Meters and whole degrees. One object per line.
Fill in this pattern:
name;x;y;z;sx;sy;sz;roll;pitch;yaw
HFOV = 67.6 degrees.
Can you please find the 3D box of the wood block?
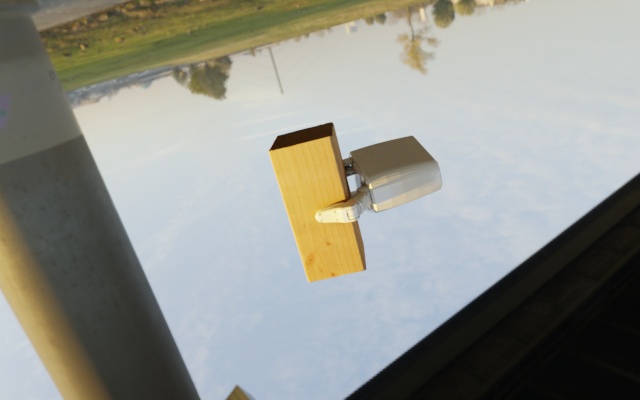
wood block;0.001;0.002;0.701;0.090;0.206;0.090;-13;20;7
